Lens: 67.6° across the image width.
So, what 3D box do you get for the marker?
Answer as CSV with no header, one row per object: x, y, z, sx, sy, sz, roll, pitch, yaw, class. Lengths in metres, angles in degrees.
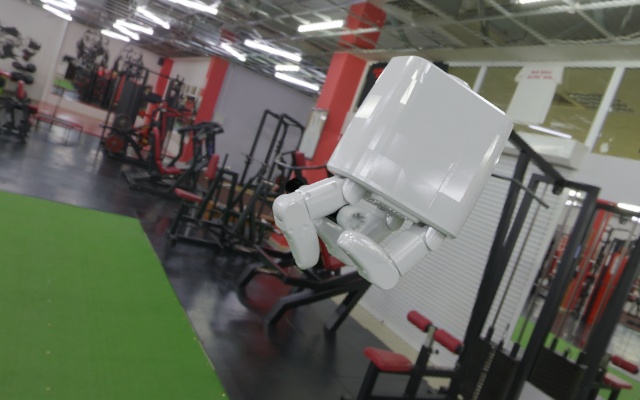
0.000,0.001,0.403,0.020,0.020,0.121,0,14,-28,marker
